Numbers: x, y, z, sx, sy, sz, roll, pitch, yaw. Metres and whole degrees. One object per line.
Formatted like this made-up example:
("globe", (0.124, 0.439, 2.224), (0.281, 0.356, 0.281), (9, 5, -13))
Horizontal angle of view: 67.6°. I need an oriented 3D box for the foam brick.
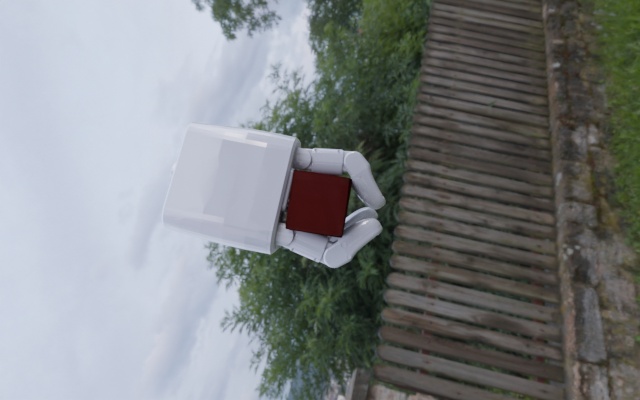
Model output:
("foam brick", (0.000, 0.001, 0.440), (0.051, 0.053, 0.078), (10, 2, 3))
